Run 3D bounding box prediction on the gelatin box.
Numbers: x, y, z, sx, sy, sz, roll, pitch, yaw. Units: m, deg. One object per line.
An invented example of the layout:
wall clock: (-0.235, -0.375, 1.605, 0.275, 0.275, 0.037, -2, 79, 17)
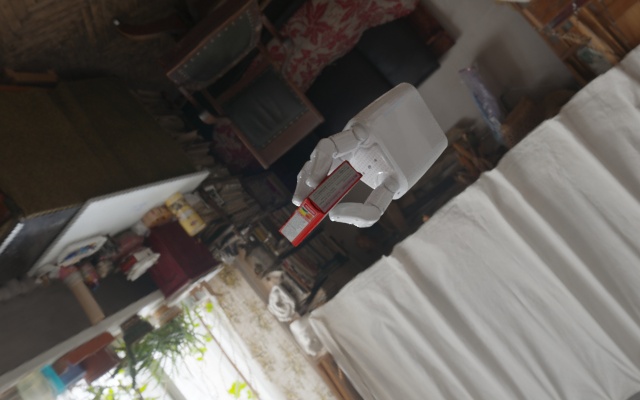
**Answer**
gelatin box: (0.000, 0.002, 0.538, 0.089, 0.030, 0.073, -46, -1, -43)
